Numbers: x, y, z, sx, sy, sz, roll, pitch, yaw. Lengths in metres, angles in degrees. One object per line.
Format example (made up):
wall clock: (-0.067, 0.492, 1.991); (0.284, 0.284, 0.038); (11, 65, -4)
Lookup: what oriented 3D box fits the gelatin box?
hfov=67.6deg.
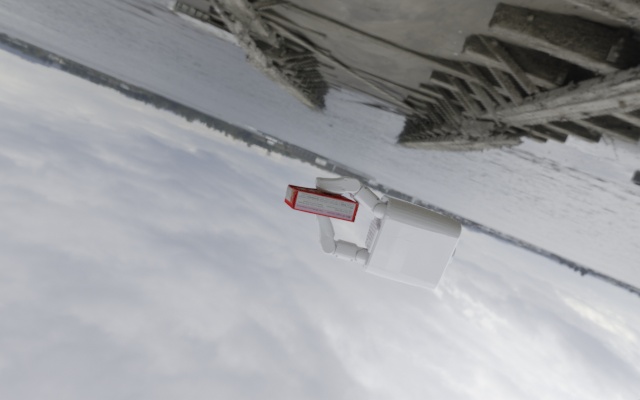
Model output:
gelatin box: (0.000, 0.003, 0.658); (0.089, 0.030, 0.073); (12, 5, -14)
